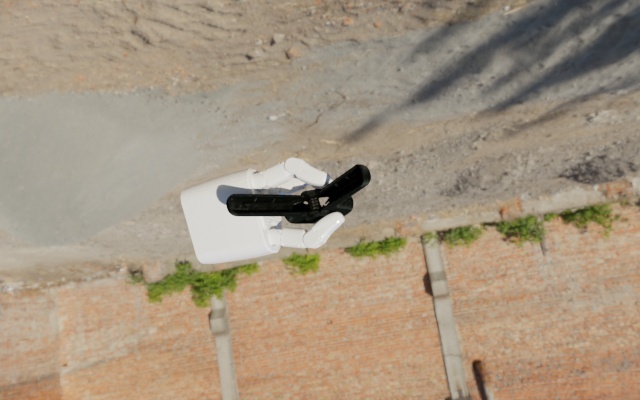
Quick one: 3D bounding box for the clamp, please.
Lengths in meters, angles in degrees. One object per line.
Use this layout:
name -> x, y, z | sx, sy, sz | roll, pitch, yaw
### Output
clamp -> 0.000, 0.003, 0.606 | 0.164, 0.036, 0.210 | -14, -13, 16
